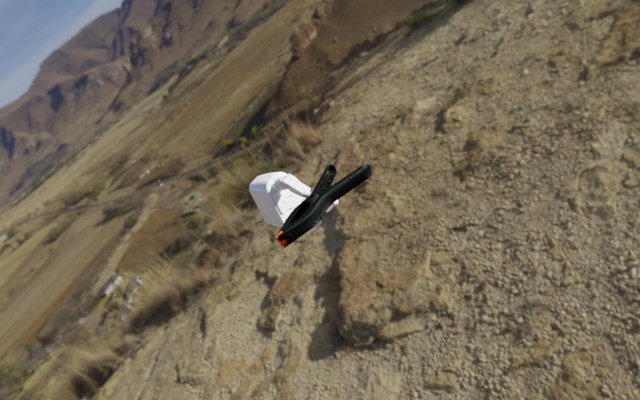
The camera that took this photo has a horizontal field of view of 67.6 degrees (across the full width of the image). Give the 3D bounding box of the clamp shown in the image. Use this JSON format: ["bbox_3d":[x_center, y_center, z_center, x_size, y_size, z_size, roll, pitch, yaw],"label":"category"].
[{"bbox_3d":[-0.001,0.003,0.884,0.036,0.210,0.164,48,-22,-18],"label":"clamp"}]
